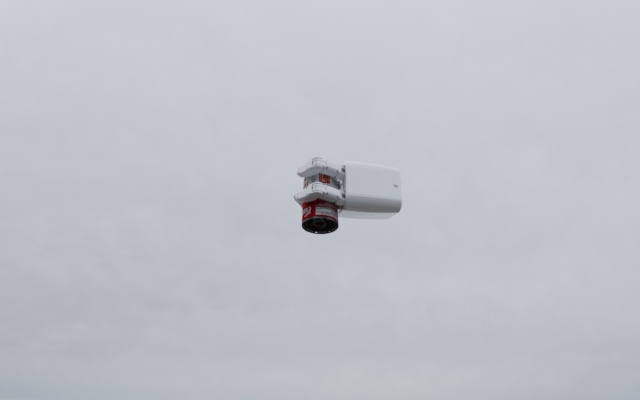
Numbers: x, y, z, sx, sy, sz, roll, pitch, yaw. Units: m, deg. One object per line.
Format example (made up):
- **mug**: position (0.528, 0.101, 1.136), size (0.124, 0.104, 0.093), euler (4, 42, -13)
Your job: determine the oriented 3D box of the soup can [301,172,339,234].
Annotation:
- **soup can**: position (0.000, 0.003, 0.891), size (0.068, 0.102, 0.068), euler (1, -29, 0)
